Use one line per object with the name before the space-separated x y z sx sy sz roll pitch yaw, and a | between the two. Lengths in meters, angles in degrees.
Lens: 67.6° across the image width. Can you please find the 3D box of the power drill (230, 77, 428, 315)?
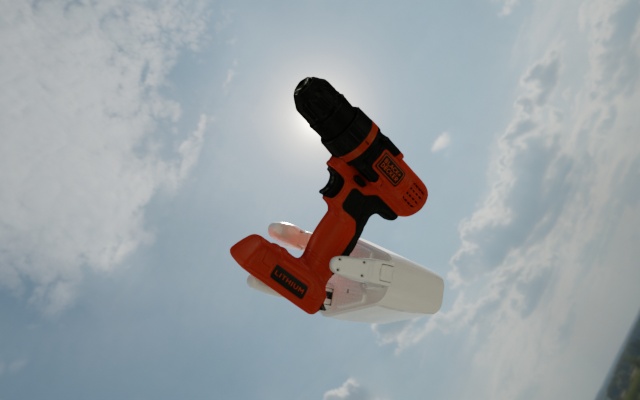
power drill | 0.000 0.002 0.465 0.184 0.187 0.057 42 -5 -25
